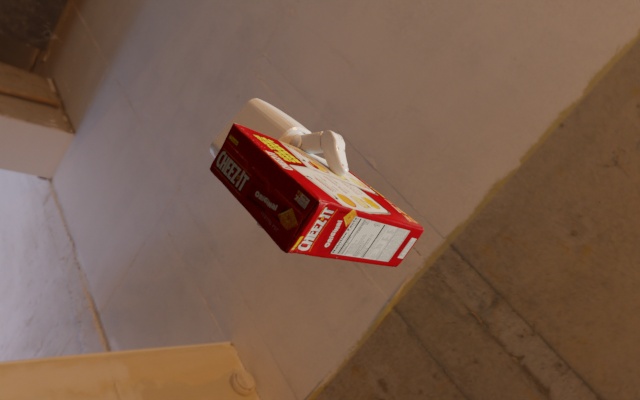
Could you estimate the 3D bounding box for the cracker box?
[{"bbox_3d":[0.000,0.002,0.567,0.214,0.072,0.164,15,21,-50],"label":"cracker box"}]
